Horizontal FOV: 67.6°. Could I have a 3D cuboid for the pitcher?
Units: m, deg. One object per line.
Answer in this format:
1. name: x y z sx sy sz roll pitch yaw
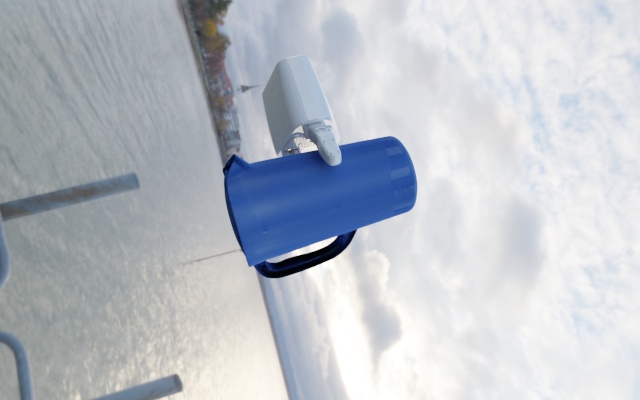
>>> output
1. pitcher: 0.000 0.002 0.640 0.243 0.145 0.149 -15 -18 -9
